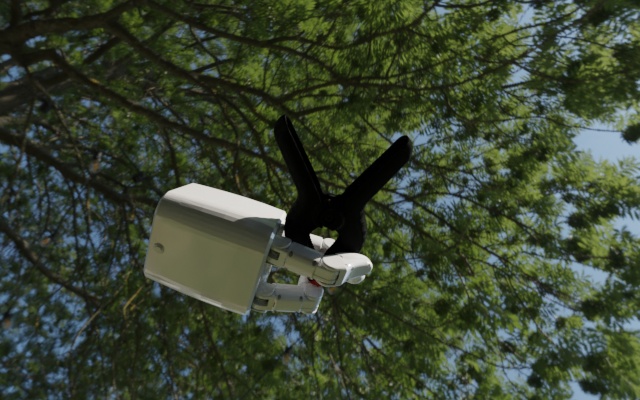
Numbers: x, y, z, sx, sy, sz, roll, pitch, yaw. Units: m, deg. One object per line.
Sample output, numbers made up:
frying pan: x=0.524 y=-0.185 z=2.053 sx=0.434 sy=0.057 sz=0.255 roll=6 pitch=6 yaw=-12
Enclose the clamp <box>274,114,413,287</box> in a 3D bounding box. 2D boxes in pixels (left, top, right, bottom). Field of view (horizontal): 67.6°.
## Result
clamp: x=0.000 y=0.001 z=0.444 sx=0.120 sy=0.171 sz=0.039 roll=20 pitch=25 yaw=-1
